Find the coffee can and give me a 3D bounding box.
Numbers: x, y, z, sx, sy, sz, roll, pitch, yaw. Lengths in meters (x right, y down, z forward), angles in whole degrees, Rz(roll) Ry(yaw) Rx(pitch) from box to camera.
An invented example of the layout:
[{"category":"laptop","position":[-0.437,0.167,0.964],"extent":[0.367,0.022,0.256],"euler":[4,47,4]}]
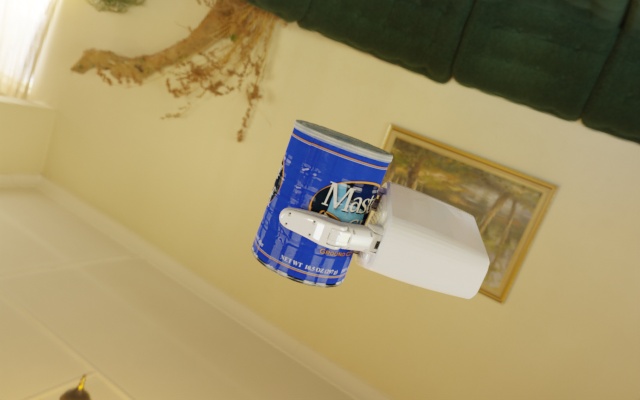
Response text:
[{"category":"coffee can","position":[0.000,0.001,0.485],"extent":[0.103,0.140,0.102],"euler":[19,12,-4]}]
